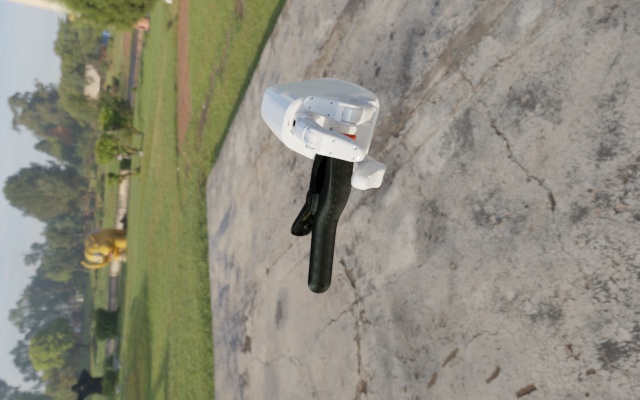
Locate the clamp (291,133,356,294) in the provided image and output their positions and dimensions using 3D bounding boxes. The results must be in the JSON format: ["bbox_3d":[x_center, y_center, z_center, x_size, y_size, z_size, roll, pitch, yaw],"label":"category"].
[{"bbox_3d":[0.000,0.002,0.529,0.039,0.171,0.120,5,21,-25],"label":"clamp"}]
